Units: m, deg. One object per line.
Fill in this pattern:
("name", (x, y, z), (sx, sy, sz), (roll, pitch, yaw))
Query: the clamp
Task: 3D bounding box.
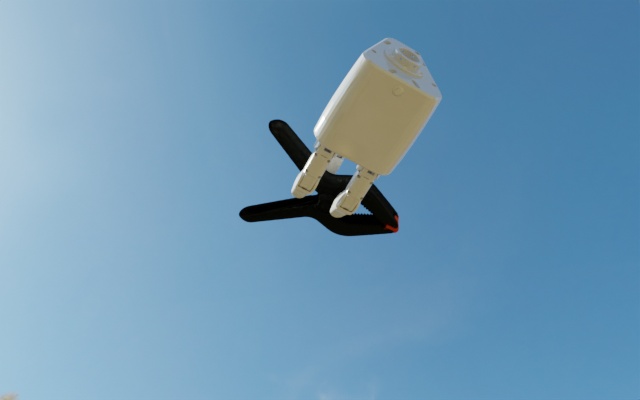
("clamp", (0.001, 0.002, 0.624), (0.210, 0.165, 0.036), (26, 39, -11))
